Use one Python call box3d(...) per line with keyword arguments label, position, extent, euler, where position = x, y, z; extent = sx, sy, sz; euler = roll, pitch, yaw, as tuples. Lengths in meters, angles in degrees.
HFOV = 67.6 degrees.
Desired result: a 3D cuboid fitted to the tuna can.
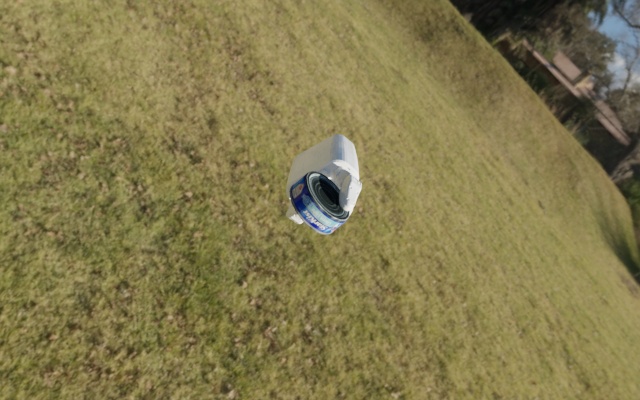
box3d(label="tuna can", position=(0.001, 0.002, 0.655), extent=(0.034, 0.086, 0.086), euler=(-39, -20, 26))
